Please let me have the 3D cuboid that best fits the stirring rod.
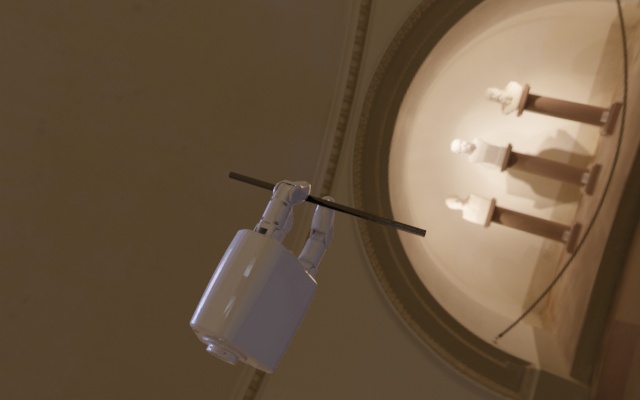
[{"bbox_3d":[0.000,0.002,0.534,0.239,0.011,0.011,17,6,20],"label":"stirring rod"}]
